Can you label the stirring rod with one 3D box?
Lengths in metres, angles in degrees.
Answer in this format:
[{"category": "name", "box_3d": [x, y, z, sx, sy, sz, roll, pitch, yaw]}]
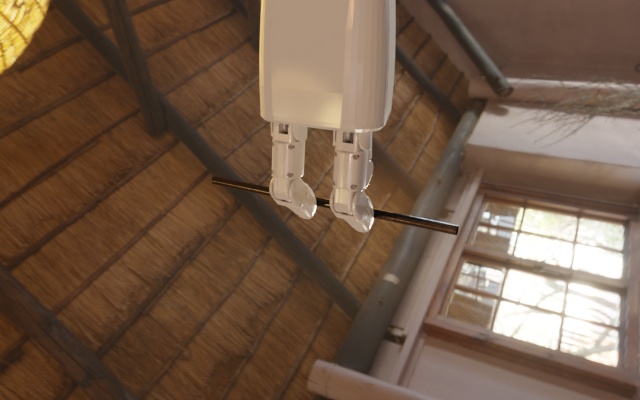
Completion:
[{"category": "stirring rod", "box_3d": [0.000, 0.001, 0.421, 0.239, 0.011, 0.011, 12, 5, 26]}]
